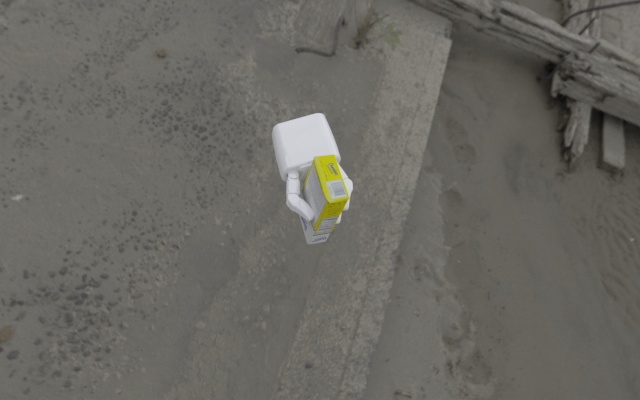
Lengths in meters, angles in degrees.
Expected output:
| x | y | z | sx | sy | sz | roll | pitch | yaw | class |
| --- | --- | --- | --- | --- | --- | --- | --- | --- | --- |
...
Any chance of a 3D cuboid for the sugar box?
| x | y | z | sx | sy | sz | roll | pitch | yaw | class |
| --- | --- | --- | --- | --- | --- | --- | --- | --- | --- |
| 0.001 | 0.003 | 0.882 | 0.048 | 0.093 | 0.176 | -9 | -26 | -16 | sugar box |
